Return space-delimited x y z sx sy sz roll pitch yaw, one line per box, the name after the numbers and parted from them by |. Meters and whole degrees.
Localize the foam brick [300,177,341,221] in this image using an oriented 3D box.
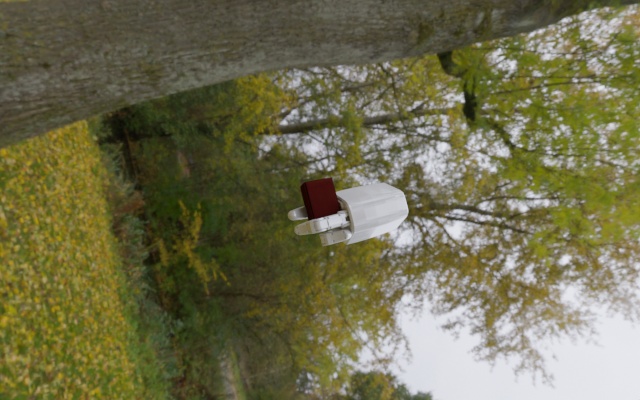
0.000 0.002 0.845 0.051 0.078 0.053 -14 -1 -11 | foam brick
